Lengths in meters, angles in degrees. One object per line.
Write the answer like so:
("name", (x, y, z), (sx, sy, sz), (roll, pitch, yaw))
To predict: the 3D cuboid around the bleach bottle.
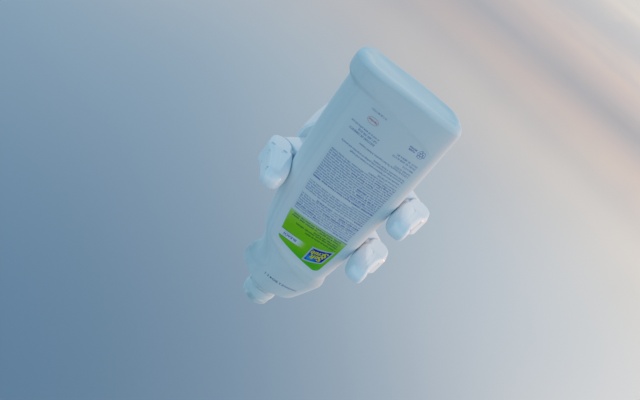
("bleach bottle", (0.000, 0.001, 0.414), (0.102, 0.251, 0.068), (36, 28, -7))
